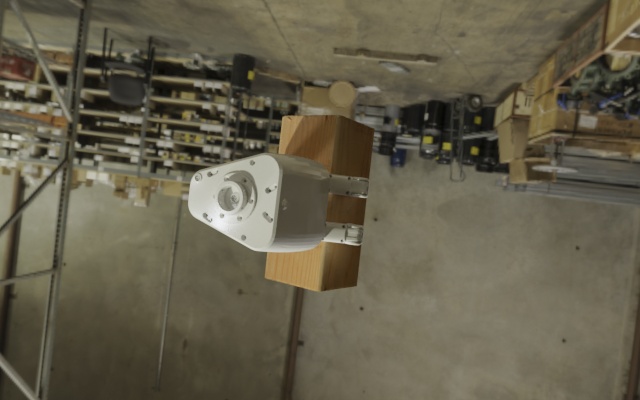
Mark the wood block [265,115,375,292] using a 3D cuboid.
[{"bbox_3d":[0.000,0.002,0.610,0.091,0.206,0.090,7,0,35],"label":"wood block"}]
